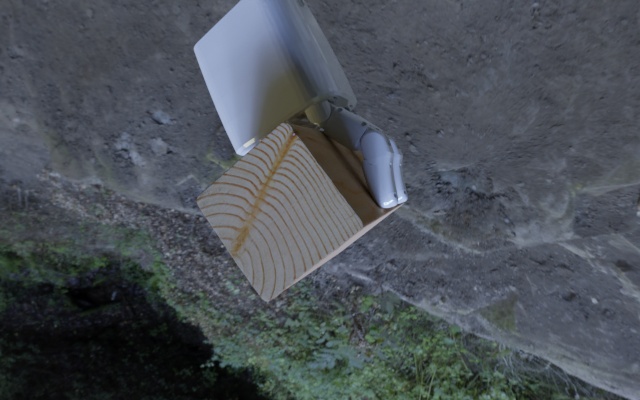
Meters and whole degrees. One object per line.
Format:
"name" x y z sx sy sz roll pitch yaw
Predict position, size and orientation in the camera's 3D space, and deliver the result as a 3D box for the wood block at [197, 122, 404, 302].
"wood block" 0.000 0.001 0.414 0.091 0.090 0.206 -38 -7 16
